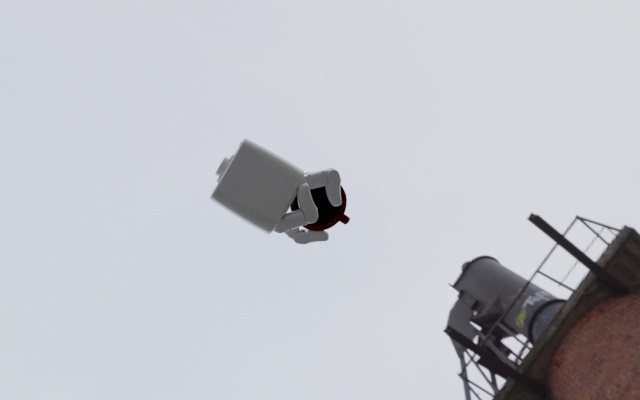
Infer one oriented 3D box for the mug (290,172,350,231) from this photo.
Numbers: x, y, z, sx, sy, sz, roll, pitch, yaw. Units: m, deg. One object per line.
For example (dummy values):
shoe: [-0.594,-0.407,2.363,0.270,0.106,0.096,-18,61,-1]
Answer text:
mug: [0.001,0.003,0.809,0.117,0.093,0.081,31,4,-15]
